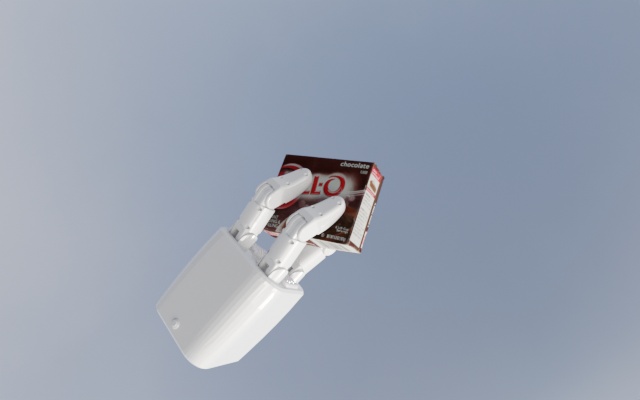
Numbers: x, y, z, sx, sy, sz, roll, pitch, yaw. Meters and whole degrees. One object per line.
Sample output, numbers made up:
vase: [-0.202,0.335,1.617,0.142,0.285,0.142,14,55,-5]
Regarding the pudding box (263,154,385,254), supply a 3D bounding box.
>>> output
pudding box: [0.000,0.002,0.499,0.113,0.090,0.039,9,-19,30]
